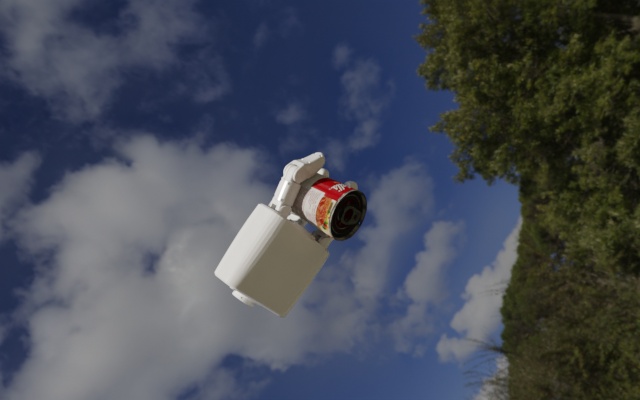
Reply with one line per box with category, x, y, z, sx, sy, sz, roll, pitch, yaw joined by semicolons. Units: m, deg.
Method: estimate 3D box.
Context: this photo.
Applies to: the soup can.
soup can;0.000;0.001;0.621;0.102;0.068;0.068;26;17;39
